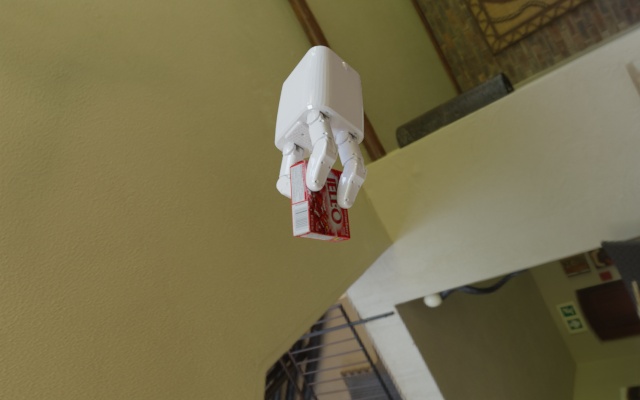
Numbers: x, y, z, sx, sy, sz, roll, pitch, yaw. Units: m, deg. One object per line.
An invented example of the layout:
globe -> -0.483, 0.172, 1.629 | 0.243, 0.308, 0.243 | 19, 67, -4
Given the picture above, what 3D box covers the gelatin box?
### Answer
gelatin box -> 0.000, 0.002, 0.573 | 0.030, 0.089, 0.073 | -17, -21, 39
